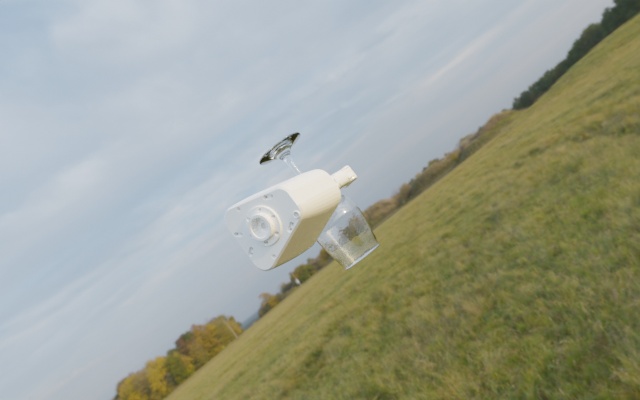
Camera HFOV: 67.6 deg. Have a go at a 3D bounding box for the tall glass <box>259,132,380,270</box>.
[{"bbox_3d":[0.000,0.002,0.689,0.079,0.201,0.079,-37,-6,-4],"label":"tall glass"}]
